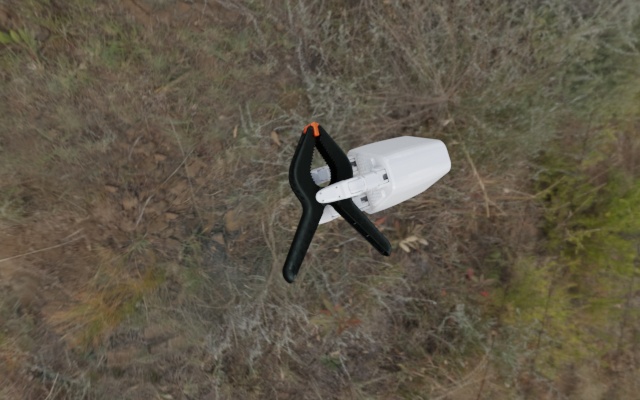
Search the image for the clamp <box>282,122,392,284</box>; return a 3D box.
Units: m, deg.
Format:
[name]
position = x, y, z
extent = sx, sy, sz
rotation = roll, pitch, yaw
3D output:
[clamp]
position = 0.000, 0.001, 0.645
extent = 0.164, 0.210, 0.036
rotation = -19, 3, -26
